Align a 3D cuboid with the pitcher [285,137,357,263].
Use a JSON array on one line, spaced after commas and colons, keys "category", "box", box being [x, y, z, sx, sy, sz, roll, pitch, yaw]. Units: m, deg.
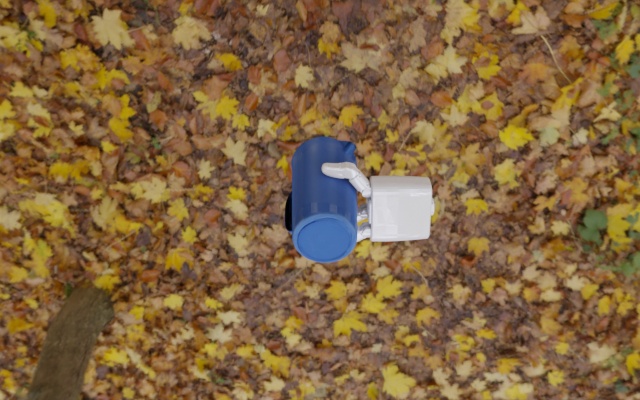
[{"category": "pitcher", "box": [0.000, 0.003, 0.879, 0.145, 0.149, 0.242, 0, 36, 0]}]
